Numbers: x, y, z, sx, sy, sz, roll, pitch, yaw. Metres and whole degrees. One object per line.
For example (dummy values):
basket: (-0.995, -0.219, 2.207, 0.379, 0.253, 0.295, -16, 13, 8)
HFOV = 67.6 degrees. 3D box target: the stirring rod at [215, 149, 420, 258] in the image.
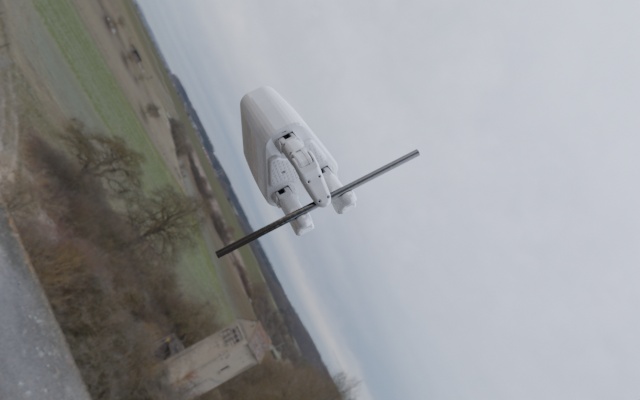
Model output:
stirring rod: (0.000, 0.002, 0.505, 0.239, 0.011, 0.011, -27, 4, -8)
